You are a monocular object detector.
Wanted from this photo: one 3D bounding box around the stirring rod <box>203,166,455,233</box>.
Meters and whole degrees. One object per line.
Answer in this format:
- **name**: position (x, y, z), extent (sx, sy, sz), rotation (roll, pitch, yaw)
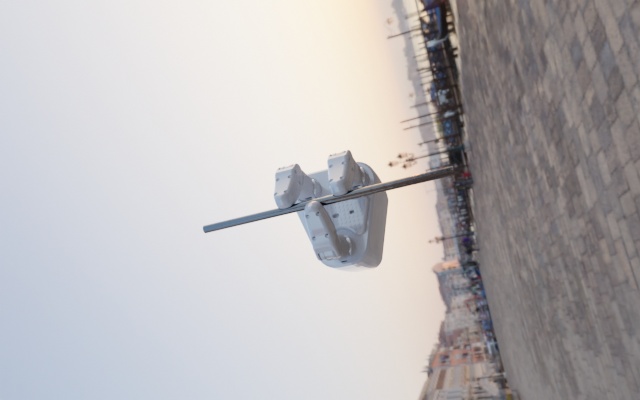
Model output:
- **stirring rod**: position (0.000, 0.001, 0.437), extent (0.239, 0.011, 0.011), rotation (-13, -4, 15)
